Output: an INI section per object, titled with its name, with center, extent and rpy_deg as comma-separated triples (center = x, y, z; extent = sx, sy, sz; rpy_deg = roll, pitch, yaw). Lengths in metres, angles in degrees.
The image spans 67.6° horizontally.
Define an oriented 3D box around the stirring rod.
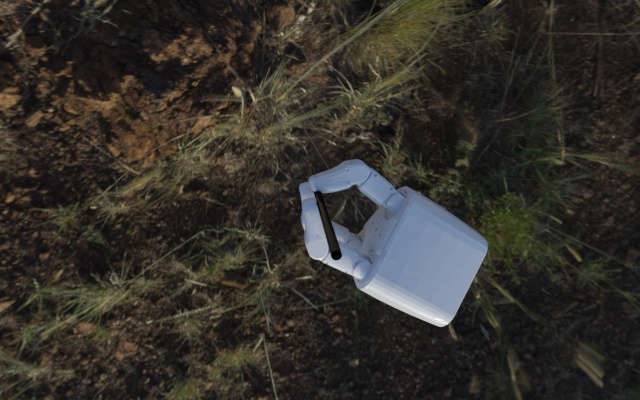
[stirring rod]
center = 0.000, 0.001, 0.451
extent = 0.011, 0.011, 0.239
rpy_deg = 0, 18, -6
